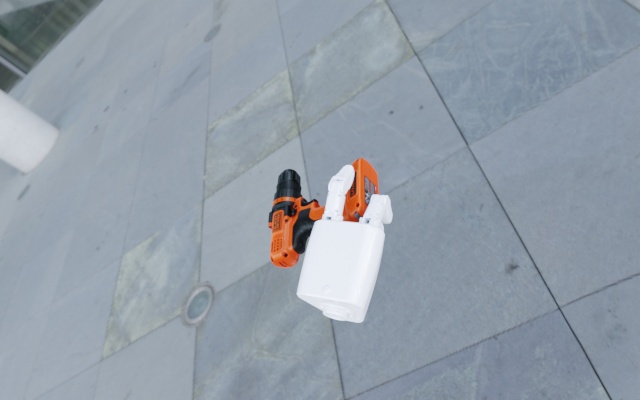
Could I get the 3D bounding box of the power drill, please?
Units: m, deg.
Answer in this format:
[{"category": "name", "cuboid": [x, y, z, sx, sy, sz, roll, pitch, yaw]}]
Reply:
[{"category": "power drill", "cuboid": [0.000, 0.003, 0.755, 0.188, 0.184, 0.057, -23, -40, 30]}]
